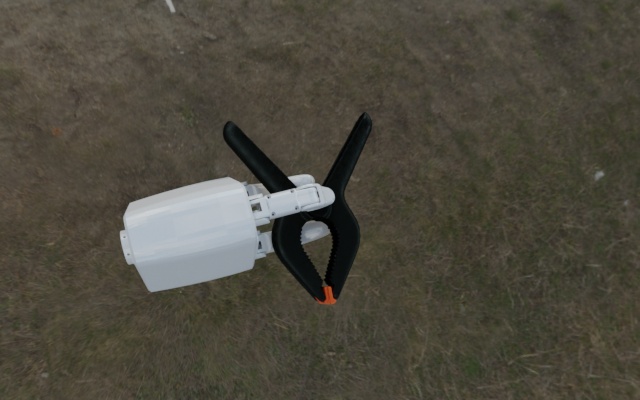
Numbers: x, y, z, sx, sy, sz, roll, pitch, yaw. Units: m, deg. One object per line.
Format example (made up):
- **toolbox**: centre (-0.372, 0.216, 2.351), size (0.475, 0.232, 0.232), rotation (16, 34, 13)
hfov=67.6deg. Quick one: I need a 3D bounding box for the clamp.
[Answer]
- **clamp**: centre (0.000, 0.002, 0.508), size (0.164, 0.210, 0.036), rotation (-14, -6, -15)
